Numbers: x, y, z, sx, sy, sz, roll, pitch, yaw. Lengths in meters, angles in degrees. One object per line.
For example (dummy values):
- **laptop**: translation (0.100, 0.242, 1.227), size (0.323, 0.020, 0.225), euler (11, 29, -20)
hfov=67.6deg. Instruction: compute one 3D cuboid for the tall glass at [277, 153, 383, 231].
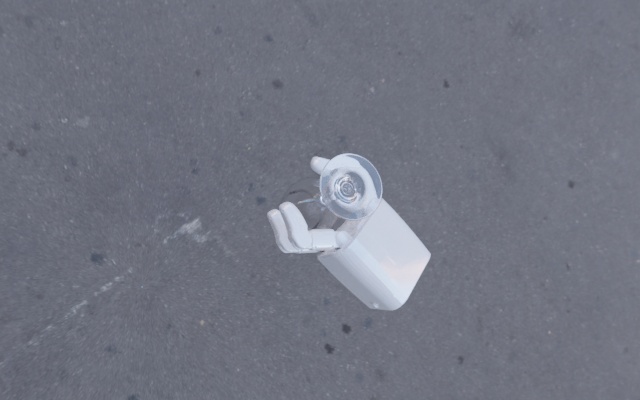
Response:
- **tall glass**: translation (0.000, 0.002, 0.606), size (0.079, 0.079, 0.201), euler (0, -9, -21)
